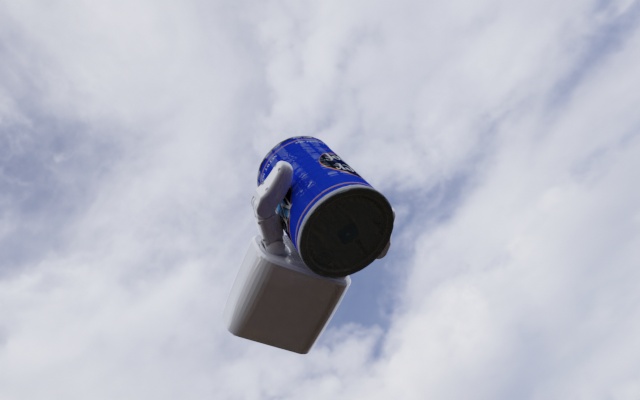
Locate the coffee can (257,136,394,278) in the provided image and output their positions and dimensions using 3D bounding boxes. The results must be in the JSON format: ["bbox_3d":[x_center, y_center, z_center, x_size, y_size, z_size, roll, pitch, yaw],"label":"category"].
[{"bbox_3d":[0.000,0.002,0.519,0.103,0.103,0.140,0,27,-26],"label":"coffee can"}]
